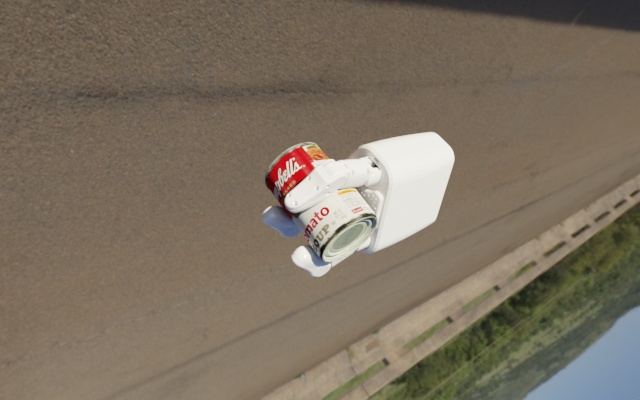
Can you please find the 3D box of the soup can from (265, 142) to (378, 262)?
[{"bbox_3d":[0.000,0.002,0.469,0.068,0.102,0.068,-30,-27,-17],"label":"soup can"}]
